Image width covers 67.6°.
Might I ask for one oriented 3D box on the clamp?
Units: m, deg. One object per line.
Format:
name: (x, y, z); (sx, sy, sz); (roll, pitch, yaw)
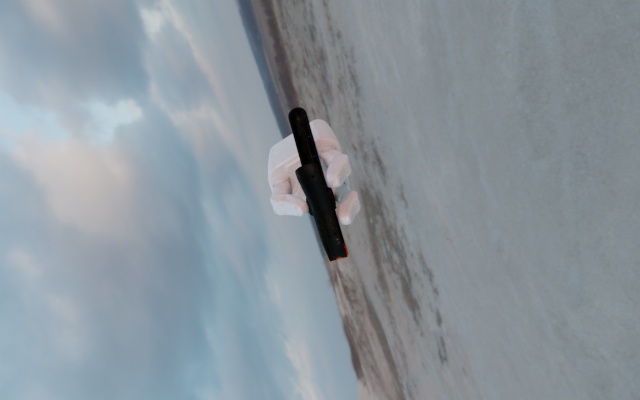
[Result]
clamp: (-0.001, 0.003, 0.606); (0.036, 0.210, 0.164); (-15, 27, 4)
